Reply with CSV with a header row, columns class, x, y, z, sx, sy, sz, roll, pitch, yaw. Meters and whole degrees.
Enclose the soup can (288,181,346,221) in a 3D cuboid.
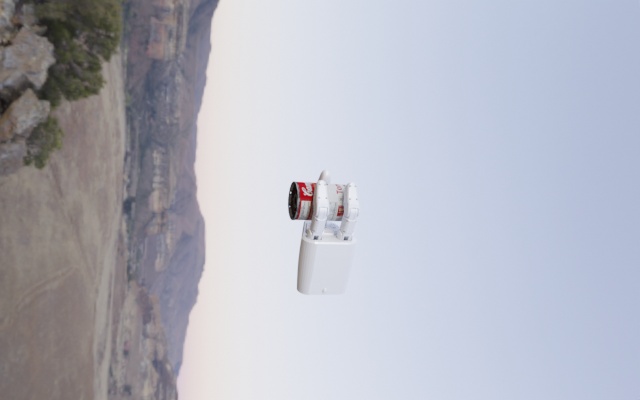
class,x,y,z,sx,sy,sz,roll,pitch,yaw
soup can,0.000,0.002,0.839,0.102,0.068,0.068,3,-1,-17
